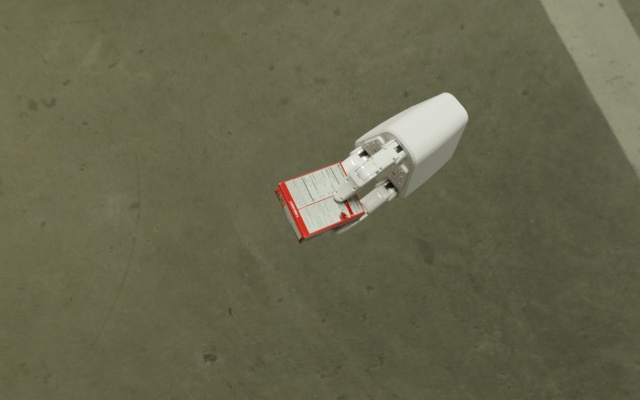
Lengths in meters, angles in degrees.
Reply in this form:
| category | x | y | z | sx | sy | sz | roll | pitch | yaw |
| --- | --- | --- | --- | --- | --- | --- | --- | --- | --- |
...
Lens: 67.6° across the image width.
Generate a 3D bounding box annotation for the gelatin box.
| category | x | y | z | sx | sy | sz | roll | pitch | yaw |
| --- | --- | --- | --- | --- | --- | --- | --- | --- | --- |
| gelatin box | 0.000 | 0.002 | 0.580 | 0.089 | 0.073 | 0.030 | -21 | -13 | -23 |
